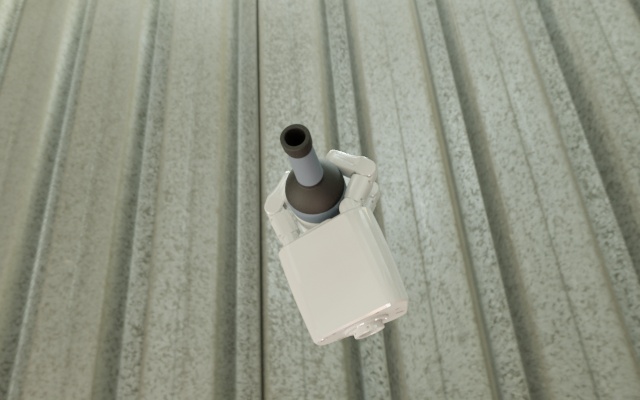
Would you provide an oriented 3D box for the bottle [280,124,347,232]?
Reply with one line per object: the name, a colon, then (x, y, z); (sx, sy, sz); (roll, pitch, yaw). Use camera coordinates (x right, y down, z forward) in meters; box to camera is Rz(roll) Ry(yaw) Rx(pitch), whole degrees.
bottle: (0.000, 0.002, 0.548); (0.069, 0.069, 0.296); (0, -23, 9)
